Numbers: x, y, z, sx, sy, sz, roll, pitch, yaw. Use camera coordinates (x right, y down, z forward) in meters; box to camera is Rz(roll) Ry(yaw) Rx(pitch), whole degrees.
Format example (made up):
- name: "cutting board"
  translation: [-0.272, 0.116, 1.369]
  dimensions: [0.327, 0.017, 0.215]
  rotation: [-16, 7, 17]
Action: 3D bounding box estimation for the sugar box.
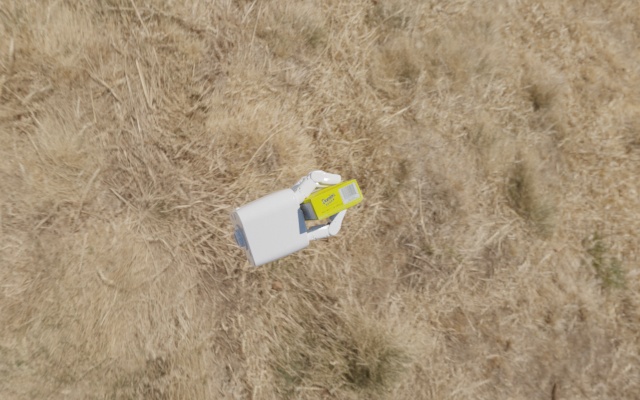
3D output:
- name: "sugar box"
  translation: [0.000, 0.002, 0.887]
  dimensions: [0.093, 0.048, 0.176]
  rotation: [-24, 7, -20]
